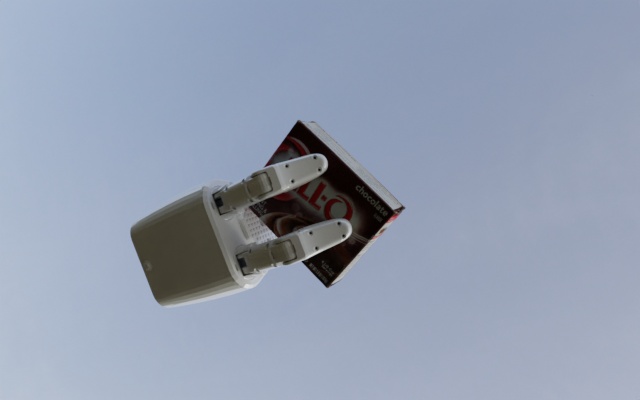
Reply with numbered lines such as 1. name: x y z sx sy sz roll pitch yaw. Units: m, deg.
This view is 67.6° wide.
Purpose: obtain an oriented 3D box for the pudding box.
1. pudding box: 0.000 0.001 0.404 0.113 0.090 0.039 44 23 12
